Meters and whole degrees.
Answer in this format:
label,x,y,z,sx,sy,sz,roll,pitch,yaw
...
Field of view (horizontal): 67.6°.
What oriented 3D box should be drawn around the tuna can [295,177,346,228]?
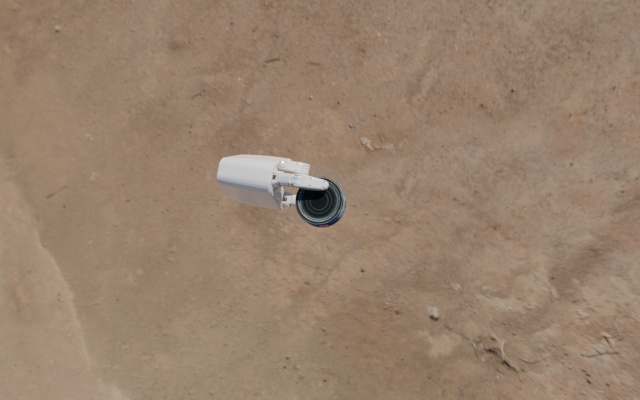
label,x,y,z,sx,sy,sz,roll,pitch,yaw
tuna can,0.000,0.003,0.827,0.086,0.086,0.034,0,-10,11
